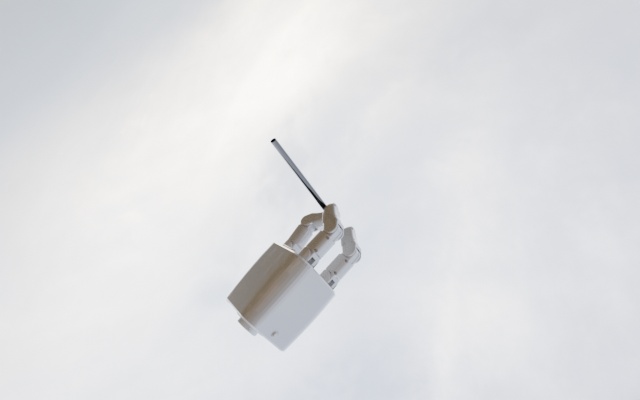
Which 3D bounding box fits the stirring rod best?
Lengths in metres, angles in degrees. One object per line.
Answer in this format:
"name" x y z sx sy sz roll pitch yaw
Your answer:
"stirring rod" 0.000 0.002 0.658 0.011 0.011 0.240 0 -39 38
